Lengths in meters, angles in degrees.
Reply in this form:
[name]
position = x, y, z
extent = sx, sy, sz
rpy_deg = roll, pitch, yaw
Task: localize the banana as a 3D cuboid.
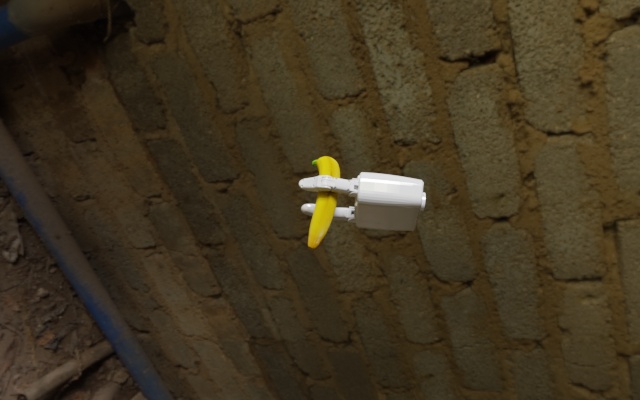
[banana]
position = 0.007, -0.010, 0.831
extent = 0.037, 0.197, 0.070
rpy_deg = 17, -40, -16
